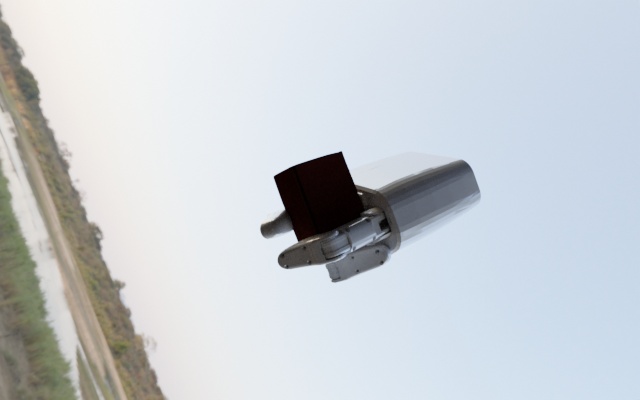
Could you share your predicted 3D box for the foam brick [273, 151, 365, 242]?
[{"bbox_3d":[0.000,0.001,0.430,0.051,0.078,0.053,-23,5,-24],"label":"foam brick"}]
